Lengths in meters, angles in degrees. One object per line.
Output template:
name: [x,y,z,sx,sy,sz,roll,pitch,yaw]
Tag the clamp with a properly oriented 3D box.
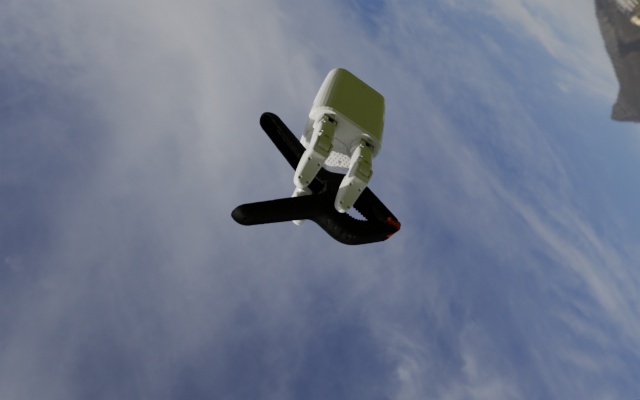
clamp: [0.000,0.002,0.549,0.210,0.164,0.036,31,-45,-15]
